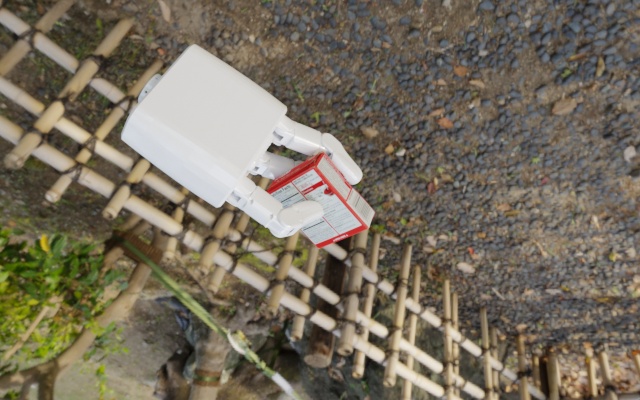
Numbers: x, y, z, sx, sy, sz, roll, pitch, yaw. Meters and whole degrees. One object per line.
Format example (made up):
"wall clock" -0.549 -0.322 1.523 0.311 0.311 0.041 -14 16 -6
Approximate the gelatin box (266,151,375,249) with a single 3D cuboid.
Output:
"gelatin box" 0.000 0.002 0.490 0.073 0.089 0.030 -27 23 39
